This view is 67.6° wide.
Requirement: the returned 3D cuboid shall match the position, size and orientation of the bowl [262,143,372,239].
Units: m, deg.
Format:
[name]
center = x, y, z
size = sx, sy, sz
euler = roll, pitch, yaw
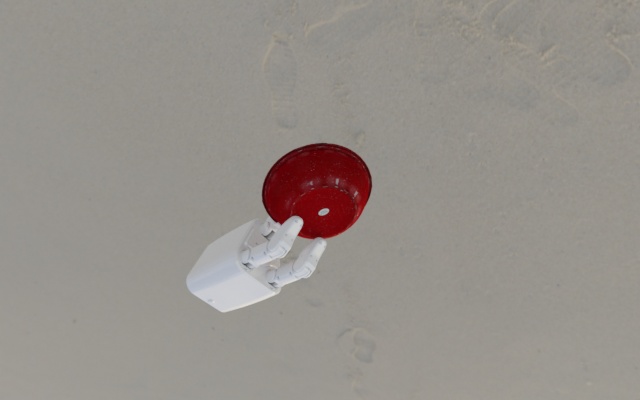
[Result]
[bowl]
center = 0.001, 0.002, 0.669
size = 0.162, 0.162, 0.055
euler = 0, 36, -12
